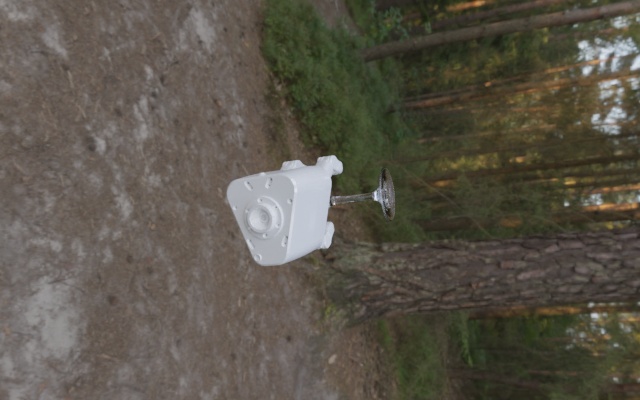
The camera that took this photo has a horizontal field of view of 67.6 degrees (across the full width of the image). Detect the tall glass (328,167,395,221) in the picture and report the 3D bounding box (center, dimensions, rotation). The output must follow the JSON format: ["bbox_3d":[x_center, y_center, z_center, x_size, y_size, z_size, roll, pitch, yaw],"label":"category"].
[{"bbox_3d":[0.001,0.002,0.686,0.201,0.079,0.079,-7,-3,22],"label":"tall glass"}]
